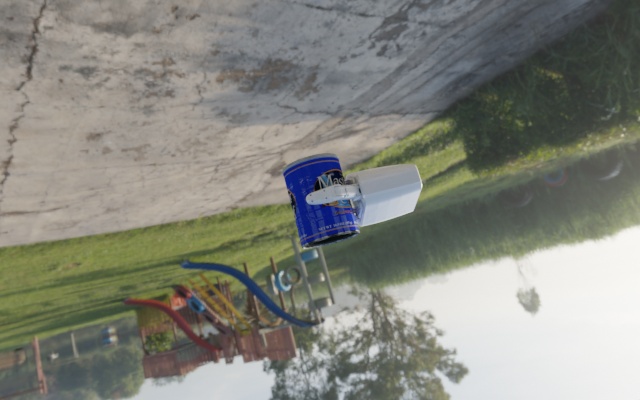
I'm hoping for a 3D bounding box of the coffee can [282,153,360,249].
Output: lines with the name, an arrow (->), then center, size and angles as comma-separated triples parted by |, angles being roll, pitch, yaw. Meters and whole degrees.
coffee can -> 0.000, 0.003, 0.823 | 0.103, 0.140, 0.103 | -15, -11, -3
